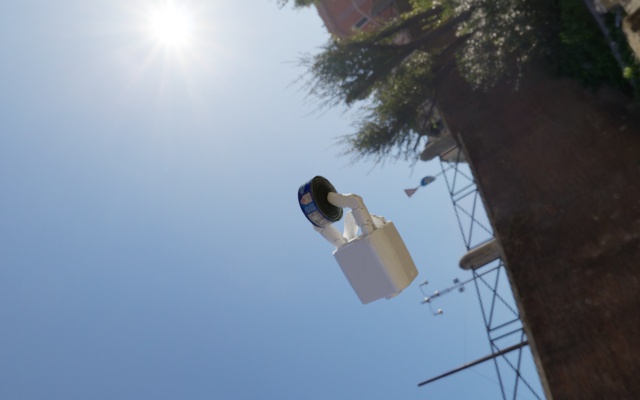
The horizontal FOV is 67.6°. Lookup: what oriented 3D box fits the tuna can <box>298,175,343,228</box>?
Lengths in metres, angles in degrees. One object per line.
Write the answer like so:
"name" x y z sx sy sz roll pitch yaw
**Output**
"tuna can" 0.000 0.003 0.815 0.034 0.086 0.086 -28 -15 29
